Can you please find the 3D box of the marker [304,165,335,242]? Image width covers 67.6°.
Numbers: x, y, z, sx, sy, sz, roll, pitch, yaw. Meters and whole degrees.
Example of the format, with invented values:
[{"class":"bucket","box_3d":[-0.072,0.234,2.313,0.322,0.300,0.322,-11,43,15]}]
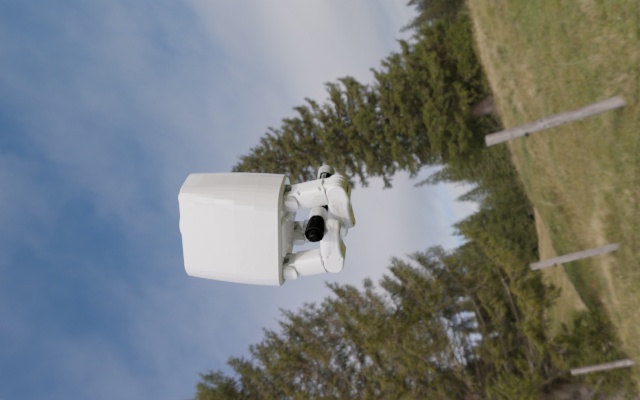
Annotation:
[{"class":"marker","box_3d":[0.000,0.002,0.500,0.020,0.020,0.121,0,35,8]}]
